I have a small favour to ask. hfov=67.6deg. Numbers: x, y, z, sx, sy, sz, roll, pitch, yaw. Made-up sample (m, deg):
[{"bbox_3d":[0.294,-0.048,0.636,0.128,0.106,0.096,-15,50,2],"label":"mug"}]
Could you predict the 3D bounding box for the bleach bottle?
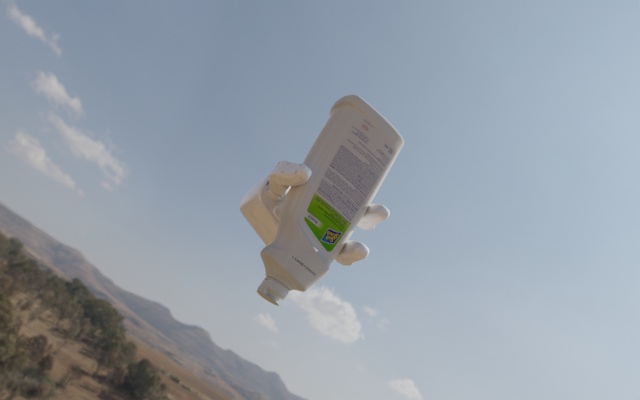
[{"bbox_3d":[0.000,0.002,0.554,0.102,0.250,0.068,39,-22,-16],"label":"bleach bottle"}]
